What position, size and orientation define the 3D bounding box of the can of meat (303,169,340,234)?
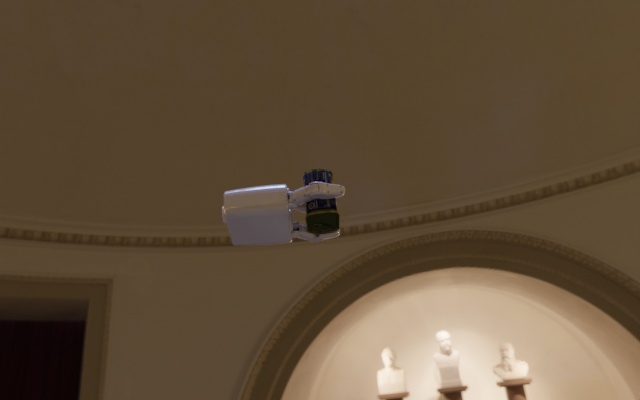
[{"bbox_3d":[0.000,0.002,0.837,0.057,0.084,0.102,-6,-24,0],"label":"can of meat"}]
